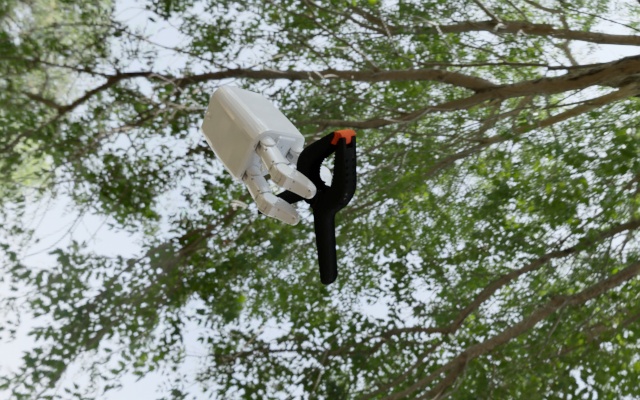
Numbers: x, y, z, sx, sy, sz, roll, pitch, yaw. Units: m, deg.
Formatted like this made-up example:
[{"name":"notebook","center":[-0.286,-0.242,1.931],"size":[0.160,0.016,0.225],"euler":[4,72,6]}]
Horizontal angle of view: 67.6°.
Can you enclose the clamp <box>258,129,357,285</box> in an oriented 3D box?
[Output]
[{"name":"clamp","center":[0.001,0.001,0.634],"size":[0.036,0.164,0.210],"euler":[-19,-30,-45]}]
